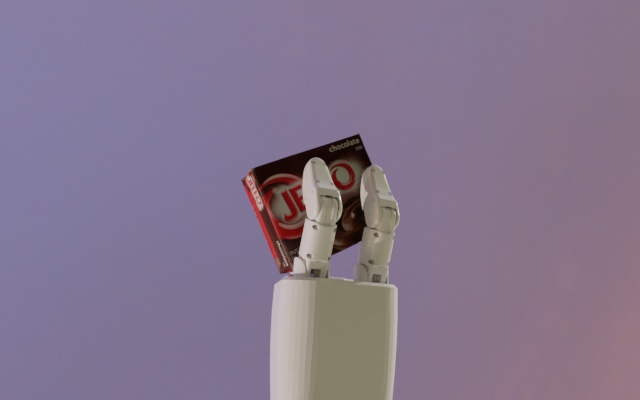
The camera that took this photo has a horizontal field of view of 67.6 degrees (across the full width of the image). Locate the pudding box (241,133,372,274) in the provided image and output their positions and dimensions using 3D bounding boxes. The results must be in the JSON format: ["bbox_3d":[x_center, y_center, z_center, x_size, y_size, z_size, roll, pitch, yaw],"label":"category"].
[{"bbox_3d":[0.000,0.001,0.416,0.113,0.090,0.039,-22,-2,-30],"label":"pudding box"}]
